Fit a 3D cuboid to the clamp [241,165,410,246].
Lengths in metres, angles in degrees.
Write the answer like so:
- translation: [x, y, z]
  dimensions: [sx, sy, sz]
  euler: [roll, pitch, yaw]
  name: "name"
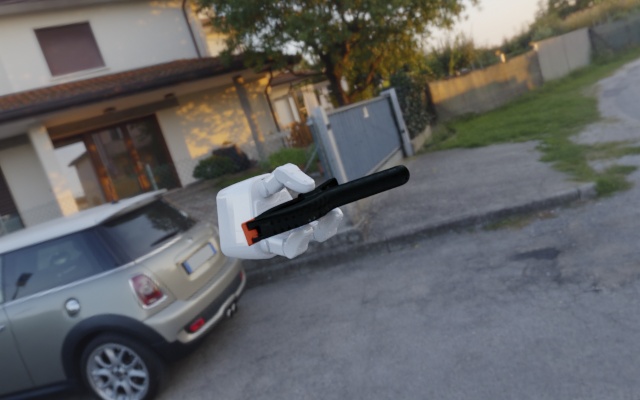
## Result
- translation: [-0.001, 0.001, 0.598]
  dimensions: [0.210, 0.036, 0.164]
  euler: [-26, 9, -39]
  name: "clamp"
